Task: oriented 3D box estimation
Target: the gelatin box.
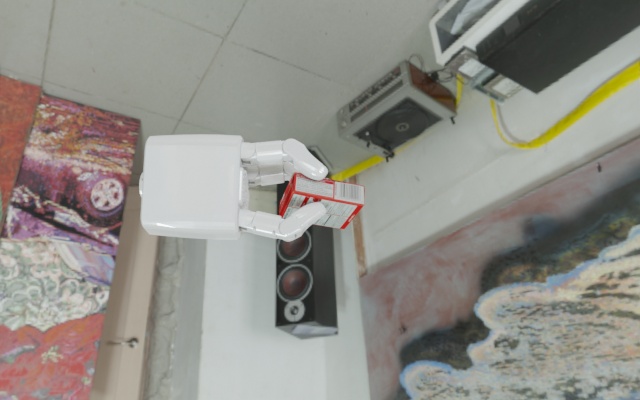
[{"bbox_3d":[0.000,0.002,0.577,0.089,0.030,0.073,11,-29,-12],"label":"gelatin box"}]
